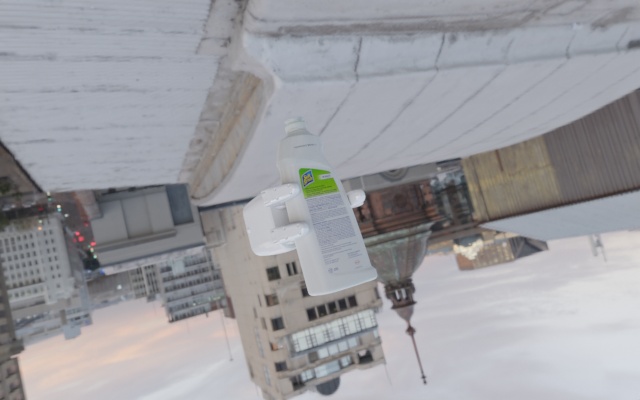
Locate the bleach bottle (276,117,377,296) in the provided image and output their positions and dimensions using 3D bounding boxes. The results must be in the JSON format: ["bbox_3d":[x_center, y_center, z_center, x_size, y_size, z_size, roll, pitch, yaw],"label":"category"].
[{"bbox_3d":[0.000,0.002,0.686,0.102,0.251,0.068,-11,-7,-33],"label":"bleach bottle"}]
